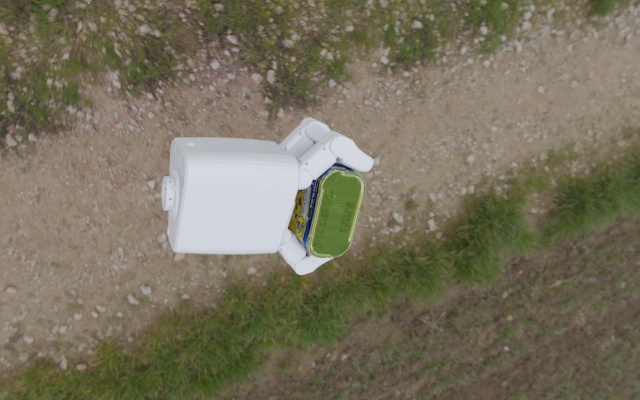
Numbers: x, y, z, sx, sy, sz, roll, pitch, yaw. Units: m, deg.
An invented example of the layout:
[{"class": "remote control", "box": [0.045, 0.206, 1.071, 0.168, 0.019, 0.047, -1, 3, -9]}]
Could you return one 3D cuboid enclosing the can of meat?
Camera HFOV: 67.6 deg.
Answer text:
[{"class": "can of meat", "box": [0.000, 0.002, 0.520, 0.057, 0.102, 0.084, 3, 19, -27]}]
